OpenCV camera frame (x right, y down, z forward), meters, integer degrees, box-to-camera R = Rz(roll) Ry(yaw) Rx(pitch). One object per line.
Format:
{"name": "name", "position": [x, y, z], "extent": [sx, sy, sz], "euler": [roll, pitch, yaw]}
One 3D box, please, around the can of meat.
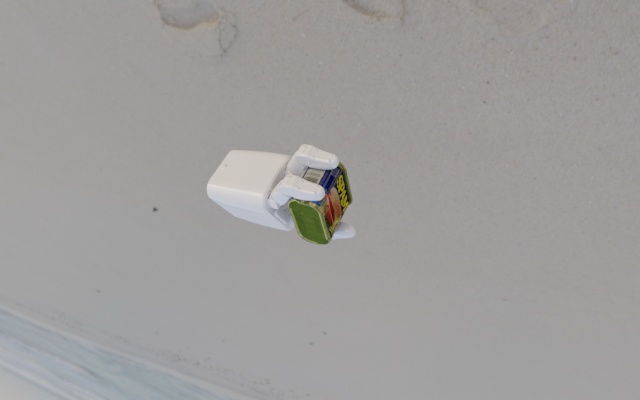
{"name": "can of meat", "position": [0.000, 0.003, 0.678], "extent": [0.057, 0.084, 0.102], "euler": [13, -35, 23]}
